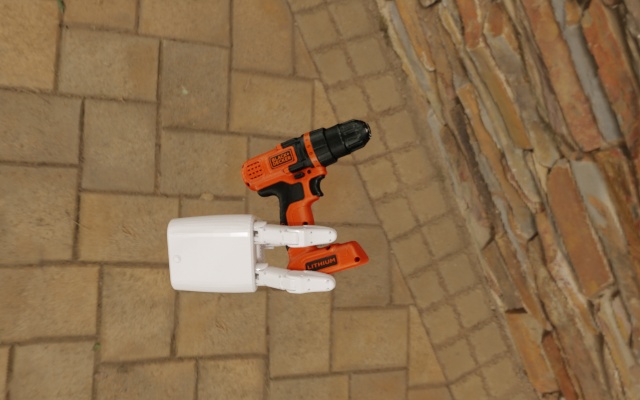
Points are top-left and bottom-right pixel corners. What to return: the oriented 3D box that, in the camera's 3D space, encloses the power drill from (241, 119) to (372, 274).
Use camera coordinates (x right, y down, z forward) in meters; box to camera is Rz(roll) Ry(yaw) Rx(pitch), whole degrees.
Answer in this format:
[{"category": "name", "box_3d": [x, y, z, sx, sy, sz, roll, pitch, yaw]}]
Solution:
[{"category": "power drill", "box_3d": [0.000, 0.003, 0.624, 0.184, 0.187, 0.057, -20, -12, 16]}]
